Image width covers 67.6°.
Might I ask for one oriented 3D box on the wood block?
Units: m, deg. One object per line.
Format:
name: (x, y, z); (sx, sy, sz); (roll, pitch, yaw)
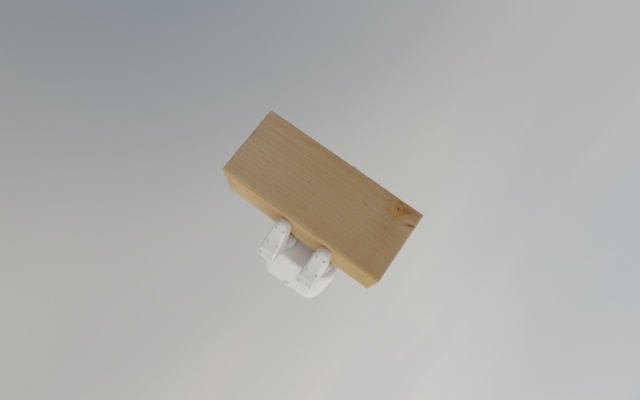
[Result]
wood block: (0.000, 0.002, 0.555); (0.206, 0.091, 0.090); (35, -14, 7)
